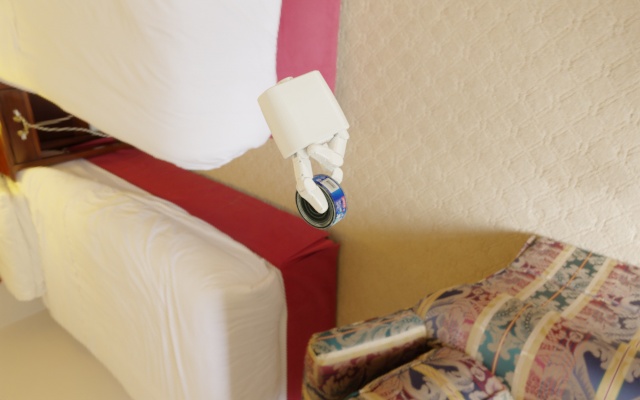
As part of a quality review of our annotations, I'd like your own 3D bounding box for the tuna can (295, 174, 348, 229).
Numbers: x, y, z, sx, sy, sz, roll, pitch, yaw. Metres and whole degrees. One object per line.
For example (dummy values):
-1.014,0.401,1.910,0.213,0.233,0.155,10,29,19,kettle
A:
0.000,0.003,0.775,0.086,0.086,0.033,0,22,42,tuna can
